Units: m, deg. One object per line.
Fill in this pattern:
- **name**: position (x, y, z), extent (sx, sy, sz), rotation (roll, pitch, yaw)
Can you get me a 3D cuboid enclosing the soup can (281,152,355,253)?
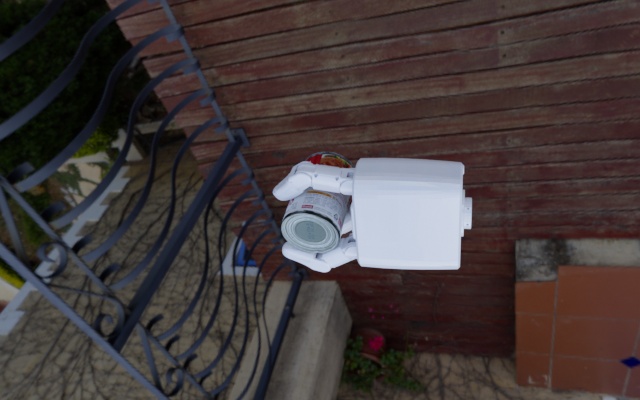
- **soup can**: position (0.000, 0.002, 0.549), extent (0.068, 0.069, 0.102), rotation (0, 44, 18)
